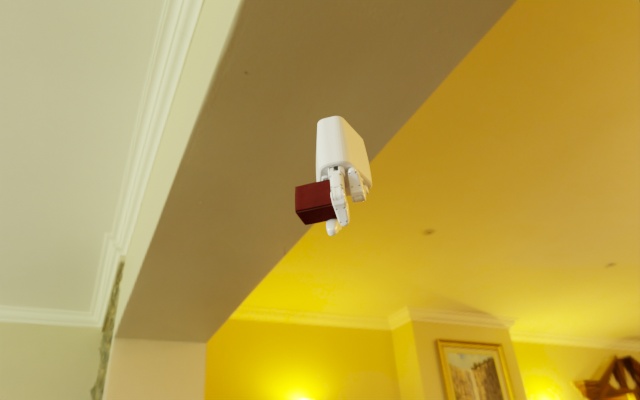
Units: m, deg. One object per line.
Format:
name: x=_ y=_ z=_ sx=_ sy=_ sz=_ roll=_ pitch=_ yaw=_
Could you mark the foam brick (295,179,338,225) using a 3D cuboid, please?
foam brick: x=0.000 y=0.003 z=0.817 sx=0.078 sy=0.051 sz=0.053 roll=-12 pitch=-31 yaw=11
